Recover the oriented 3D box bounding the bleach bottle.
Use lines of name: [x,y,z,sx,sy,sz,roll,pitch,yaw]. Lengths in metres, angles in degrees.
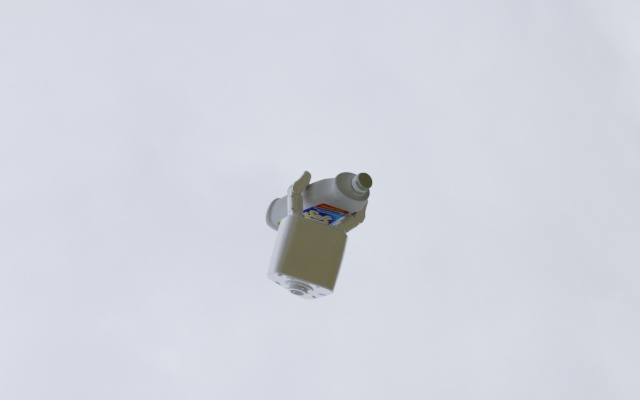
bleach bottle: [0.000,0.003,0.860,0.102,0.068,0.251,28,-31,-21]
